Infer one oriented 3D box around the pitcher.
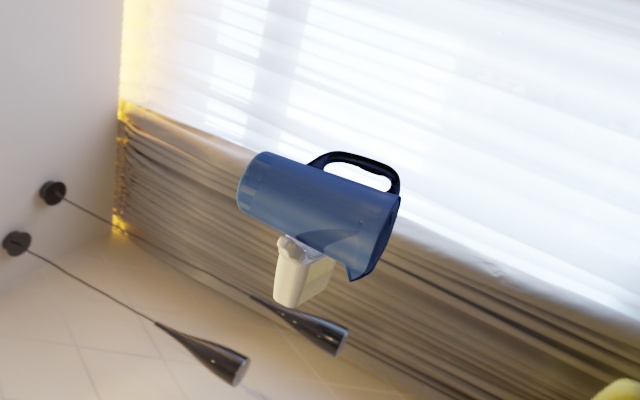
[{"bbox_3d":[0.000,0.003,0.752,0.243,0.145,0.149,23,36,15],"label":"pitcher"}]
